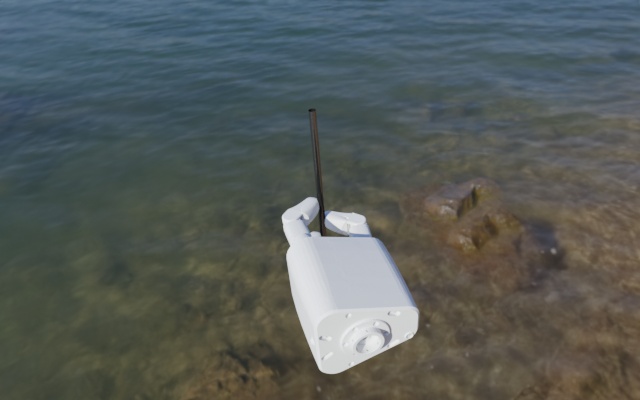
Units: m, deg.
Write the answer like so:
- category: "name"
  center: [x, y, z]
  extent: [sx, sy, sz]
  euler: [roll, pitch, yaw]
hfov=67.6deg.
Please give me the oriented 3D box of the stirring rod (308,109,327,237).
- category: "stirring rod"
  center: [0.000, 0.002, 0.576]
  extent: [0.011, 0.240, 0.011]
  euler: [-3, 36, 2]
